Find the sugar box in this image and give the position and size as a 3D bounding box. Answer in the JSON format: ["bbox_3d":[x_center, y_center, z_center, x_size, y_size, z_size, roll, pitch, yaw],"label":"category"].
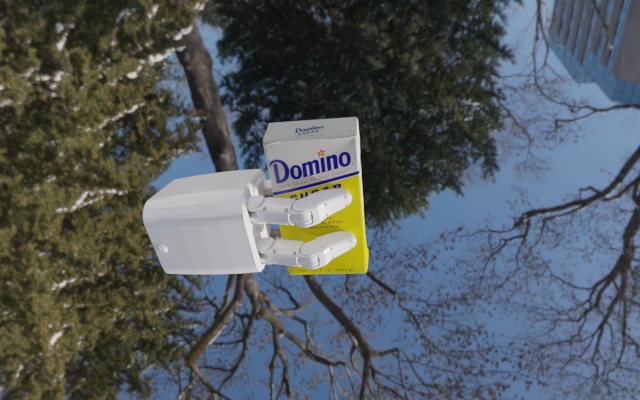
[{"bbox_3d":[0.000,0.002,0.509,0.093,0.176,0.048,-3,37,8],"label":"sugar box"}]
